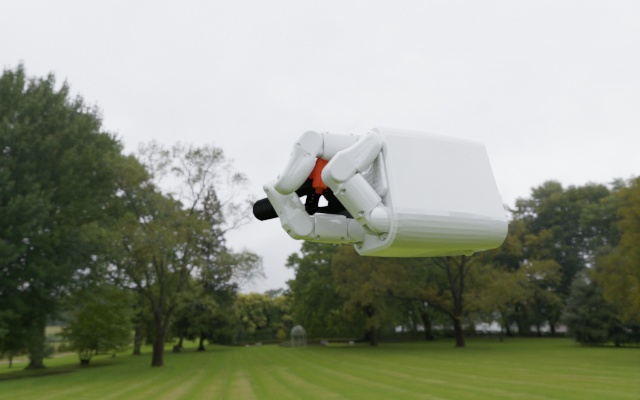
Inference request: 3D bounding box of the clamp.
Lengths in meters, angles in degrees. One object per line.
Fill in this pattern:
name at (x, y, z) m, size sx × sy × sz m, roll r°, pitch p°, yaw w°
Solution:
clamp at (0.000, 0.001, 0.489) m, size 0.120 × 0.039 × 0.171 m, roll 4°, pitch -13°, yaw -15°
